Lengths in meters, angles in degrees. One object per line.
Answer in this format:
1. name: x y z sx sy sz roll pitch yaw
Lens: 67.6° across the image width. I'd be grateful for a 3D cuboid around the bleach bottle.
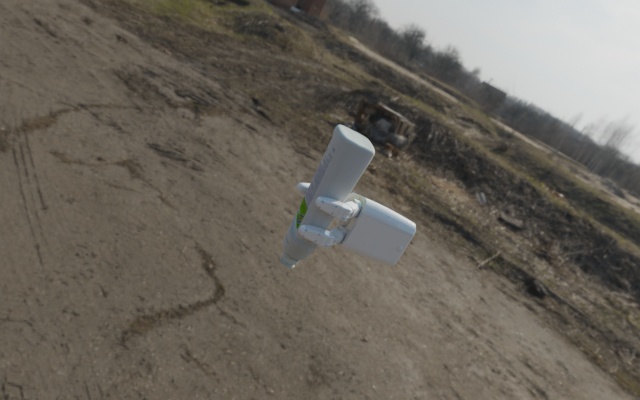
1. bleach bottle: 0.000 0.003 0.805 0.068 0.251 0.102 25 19 -13
